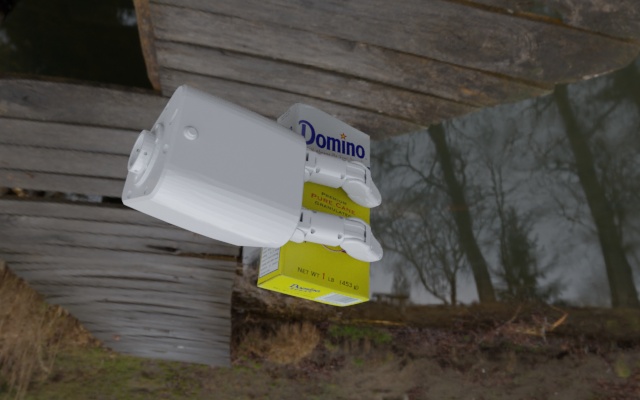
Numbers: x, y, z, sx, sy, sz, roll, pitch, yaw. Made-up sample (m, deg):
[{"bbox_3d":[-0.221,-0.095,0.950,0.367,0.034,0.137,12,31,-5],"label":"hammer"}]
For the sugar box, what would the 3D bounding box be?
[{"bbox_3d":[0.000,0.001,0.441,0.093,0.176,0.048,21,-31,-30],"label":"sugar box"}]
